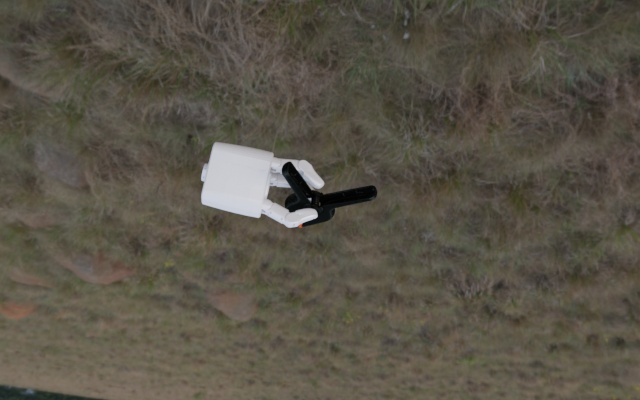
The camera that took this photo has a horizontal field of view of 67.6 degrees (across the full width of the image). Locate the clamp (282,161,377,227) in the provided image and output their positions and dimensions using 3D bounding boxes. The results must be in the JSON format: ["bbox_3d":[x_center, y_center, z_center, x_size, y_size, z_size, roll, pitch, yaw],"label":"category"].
[{"bbox_3d":[0.000,0.004,0.859,0.164,0.036,0.210,13,-26,-6],"label":"clamp"}]
